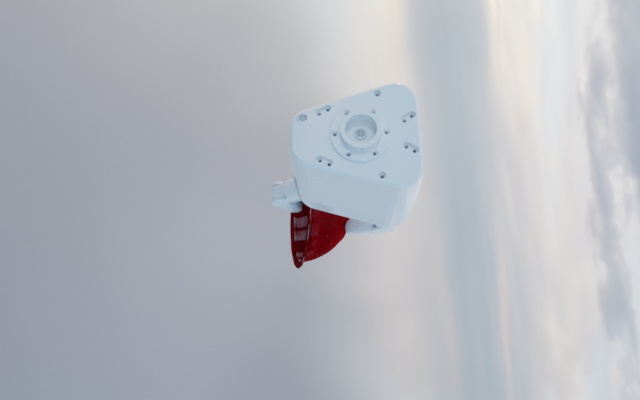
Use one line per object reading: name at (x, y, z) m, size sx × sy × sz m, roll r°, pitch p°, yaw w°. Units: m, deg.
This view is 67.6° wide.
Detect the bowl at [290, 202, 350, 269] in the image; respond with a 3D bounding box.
bowl at (0.000, 0.002, 0.580) m, size 0.055 × 0.162 × 0.162 m, roll 3°, pitch -1°, yaw -11°
